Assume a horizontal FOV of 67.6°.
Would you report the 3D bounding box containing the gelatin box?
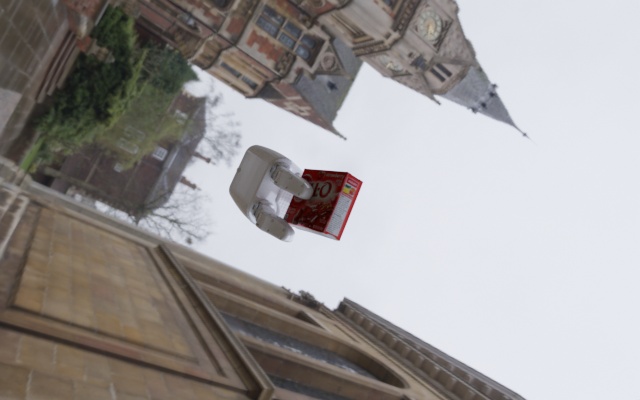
[{"bbox_3d":[0.001,0.002,0.555,0.030,0.073,0.089,29,-10,-35],"label":"gelatin box"}]
